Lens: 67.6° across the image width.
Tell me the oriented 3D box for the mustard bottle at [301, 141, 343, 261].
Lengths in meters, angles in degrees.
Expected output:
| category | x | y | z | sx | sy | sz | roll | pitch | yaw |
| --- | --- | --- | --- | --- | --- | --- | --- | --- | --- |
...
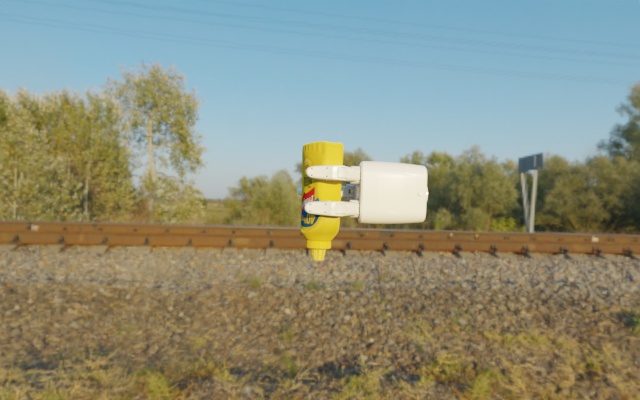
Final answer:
| category | x | y | z | sx | sy | sz | roll | pitch | yaw |
| --- | --- | --- | --- | --- | --- | --- | --- | --- | --- |
| mustard bottle | 0.000 | 0.002 | 0.783 | 0.058 | 0.191 | 0.096 | 2 | 0 | -26 |
